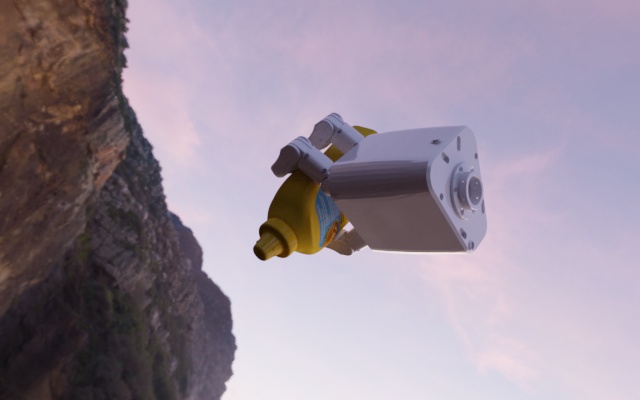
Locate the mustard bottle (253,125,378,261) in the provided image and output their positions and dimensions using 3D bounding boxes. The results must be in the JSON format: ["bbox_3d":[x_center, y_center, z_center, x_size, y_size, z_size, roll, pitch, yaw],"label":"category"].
[{"bbox_3d":[0.000,0.001,0.507,0.058,0.096,0.191,22,45,30],"label":"mustard bottle"}]
